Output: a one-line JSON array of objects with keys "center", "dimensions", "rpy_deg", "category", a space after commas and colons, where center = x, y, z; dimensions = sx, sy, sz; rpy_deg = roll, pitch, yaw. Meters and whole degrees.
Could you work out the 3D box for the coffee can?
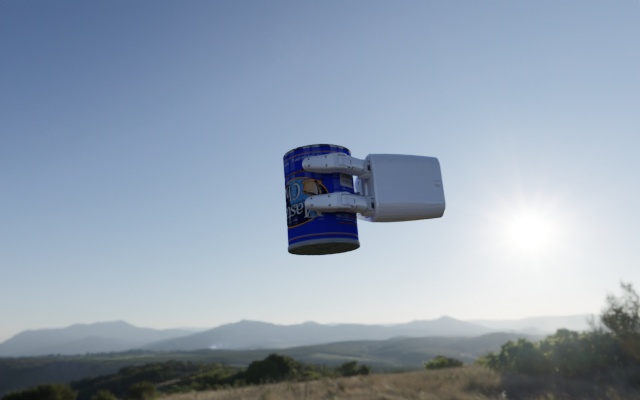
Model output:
[{"center": [0.000, 0.002, 0.688], "dimensions": [0.103, 0.140, 0.103], "rpy_deg": [-4, -15, -1], "category": "coffee can"}]
